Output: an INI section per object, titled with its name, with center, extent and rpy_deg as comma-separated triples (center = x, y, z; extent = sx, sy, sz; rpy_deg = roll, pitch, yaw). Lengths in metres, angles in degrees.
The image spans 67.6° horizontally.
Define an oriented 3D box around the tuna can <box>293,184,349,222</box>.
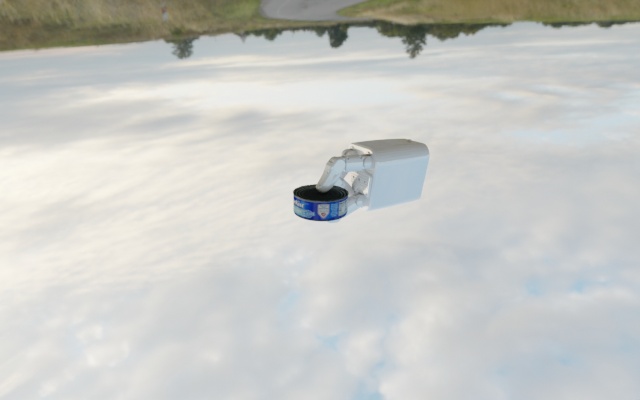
[tuna can]
center = 0.000, 0.003, 0.736
extent = 0.086, 0.034, 0.086
rpy_deg = 1, 19, 0
